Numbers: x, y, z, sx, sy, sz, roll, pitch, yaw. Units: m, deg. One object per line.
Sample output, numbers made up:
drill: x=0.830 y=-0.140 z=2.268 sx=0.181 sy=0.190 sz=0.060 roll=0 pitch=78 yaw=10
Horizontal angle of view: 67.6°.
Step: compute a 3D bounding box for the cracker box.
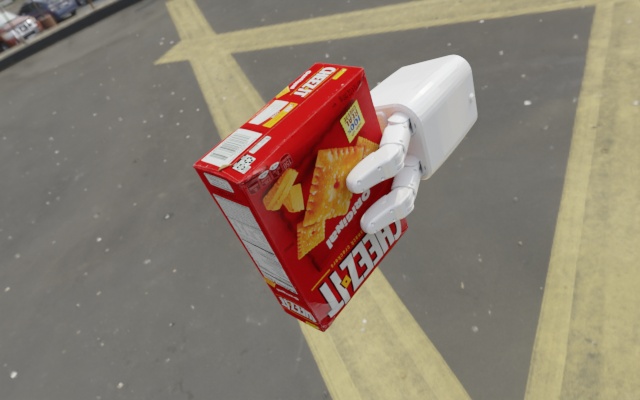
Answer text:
cracker box: x=0.000 y=0.001 z=0.473 sx=0.072 sy=0.214 sz=0.164 roll=20 pitch=56 yaw=41
